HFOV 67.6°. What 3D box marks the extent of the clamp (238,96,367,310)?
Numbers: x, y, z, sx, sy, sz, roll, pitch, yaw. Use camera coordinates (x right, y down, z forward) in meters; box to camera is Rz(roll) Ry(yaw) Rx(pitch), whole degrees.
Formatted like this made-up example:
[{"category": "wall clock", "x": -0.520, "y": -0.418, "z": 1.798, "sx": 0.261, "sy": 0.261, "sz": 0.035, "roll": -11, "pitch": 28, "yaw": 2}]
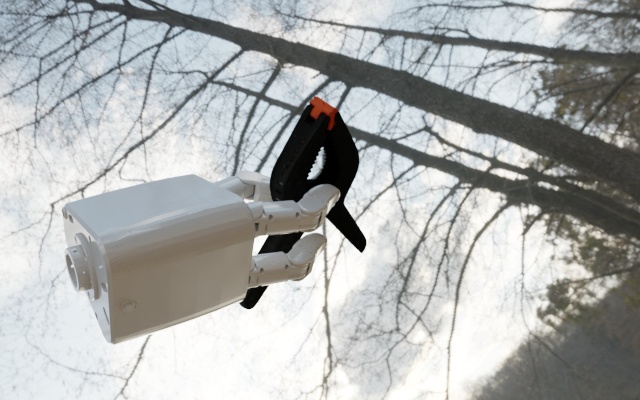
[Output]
[{"category": "clamp", "x": -0.001, "y": 0.001, "z": 0.462, "sx": 0.164, "sy": 0.210, "sz": 0.036, "roll": -17, "pitch": 42, "yaw": -38}]
